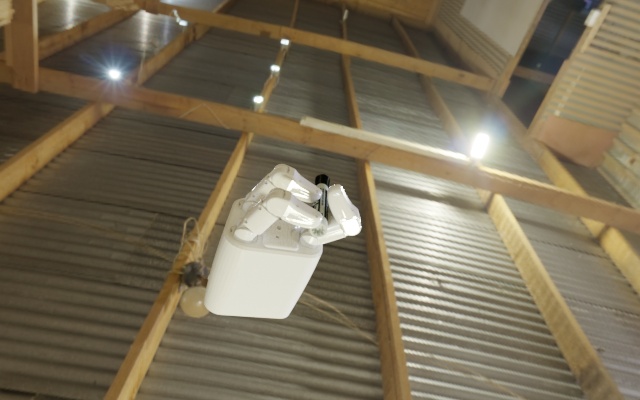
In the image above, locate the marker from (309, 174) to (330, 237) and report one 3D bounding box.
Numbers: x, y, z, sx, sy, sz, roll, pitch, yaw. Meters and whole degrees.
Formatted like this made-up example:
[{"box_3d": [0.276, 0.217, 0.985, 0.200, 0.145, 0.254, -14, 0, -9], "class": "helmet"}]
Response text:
[{"box_3d": [0.000, 0.002, 0.550, 0.020, 0.020, 0.121, 0, 29, 2], "class": "marker"}]
